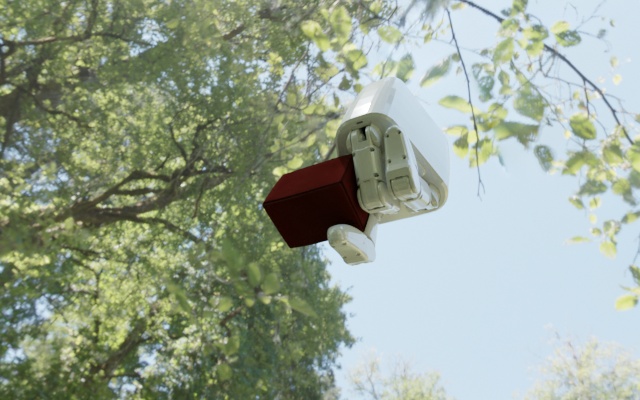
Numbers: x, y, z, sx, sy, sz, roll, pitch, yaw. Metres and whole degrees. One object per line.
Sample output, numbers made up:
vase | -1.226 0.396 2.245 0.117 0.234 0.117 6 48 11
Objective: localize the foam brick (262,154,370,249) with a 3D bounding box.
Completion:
foam brick | 0.000 0.001 0.423 0.078 0.053 0.051 -15 28 25
